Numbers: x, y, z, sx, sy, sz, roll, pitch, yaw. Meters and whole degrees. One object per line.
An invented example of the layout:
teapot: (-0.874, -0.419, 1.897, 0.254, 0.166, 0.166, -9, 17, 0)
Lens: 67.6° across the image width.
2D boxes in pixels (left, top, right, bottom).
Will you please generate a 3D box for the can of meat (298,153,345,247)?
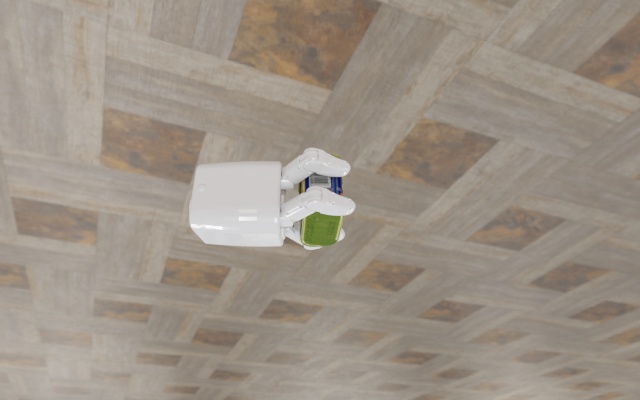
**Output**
can of meat: (0.000, 0.002, 0.625, 0.057, 0.084, 0.102, 2, -34, -4)
